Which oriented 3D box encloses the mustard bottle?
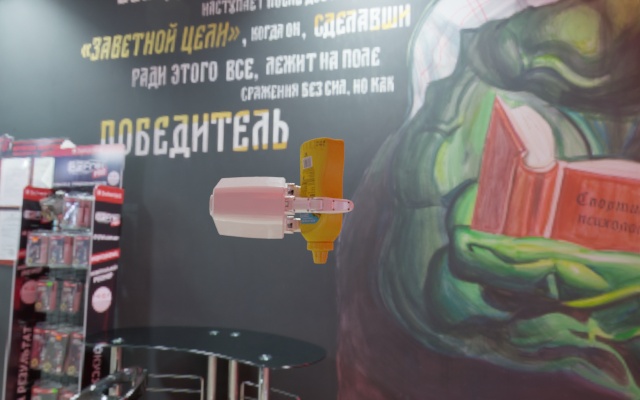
[{"bbox_3d":[0.000,0.002,0.753,0.058,0.191,0.096,4,-5,-29],"label":"mustard bottle"}]
